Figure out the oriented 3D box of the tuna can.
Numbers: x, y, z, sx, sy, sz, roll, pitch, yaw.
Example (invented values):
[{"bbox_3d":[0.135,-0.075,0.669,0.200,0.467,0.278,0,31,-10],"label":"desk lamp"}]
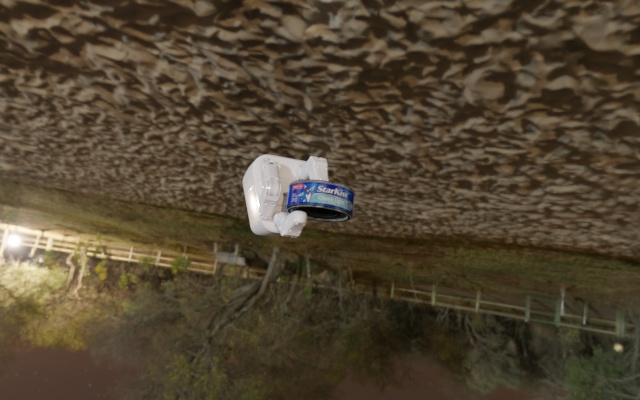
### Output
[{"bbox_3d":[0.000,0.003,0.607,0.086,0.033,0.086,7,-14,2],"label":"tuna can"}]
